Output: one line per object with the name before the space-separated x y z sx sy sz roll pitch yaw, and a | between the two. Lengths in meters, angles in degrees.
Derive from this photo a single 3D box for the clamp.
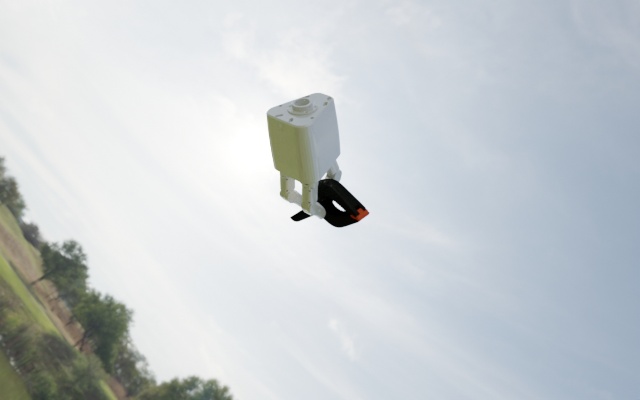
clamp | 0.001 0.002 0.865 0.210 0.165 0.036 28 50 36
